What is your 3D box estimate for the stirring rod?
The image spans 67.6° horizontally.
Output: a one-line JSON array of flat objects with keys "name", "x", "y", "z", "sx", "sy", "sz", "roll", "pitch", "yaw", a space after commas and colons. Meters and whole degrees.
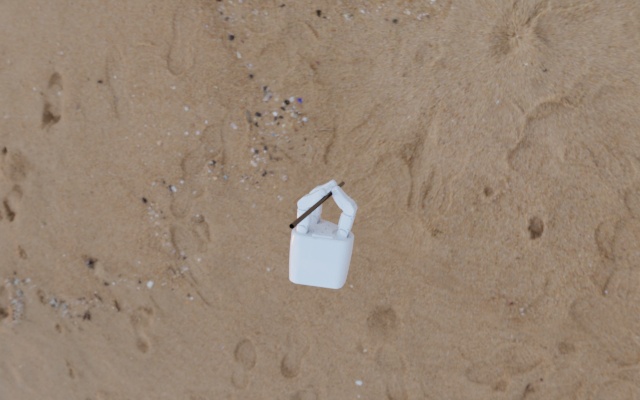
[{"name": "stirring rod", "x": 0.000, "y": 0.003, "z": 0.825, "sx": 0.011, "sy": 0.011, "sz": 0.239, "roll": 0, "pitch": 18, "yaw": 22}]
